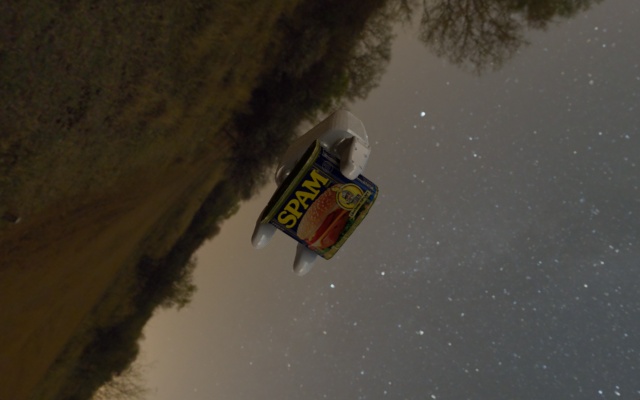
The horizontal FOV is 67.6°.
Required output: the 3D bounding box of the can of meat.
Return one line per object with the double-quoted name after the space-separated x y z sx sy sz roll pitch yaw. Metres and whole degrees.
0.000 0.002 0.507 0.084 0.102 0.057 34 18 -12 "can of meat"
